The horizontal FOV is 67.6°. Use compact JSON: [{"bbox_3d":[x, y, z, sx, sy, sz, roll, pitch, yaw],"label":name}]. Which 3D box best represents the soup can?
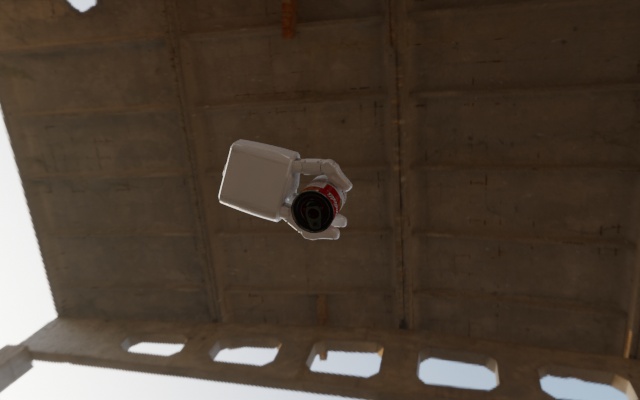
[{"bbox_3d":[0.001,0.002,0.763,0.068,0.068,0.102,0,18,15],"label":"soup can"}]
